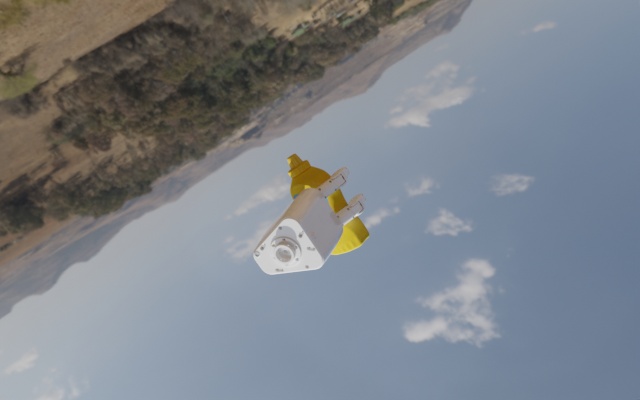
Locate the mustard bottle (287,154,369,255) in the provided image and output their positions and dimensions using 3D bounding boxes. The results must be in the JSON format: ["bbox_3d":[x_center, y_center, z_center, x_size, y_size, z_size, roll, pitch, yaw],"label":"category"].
[{"bbox_3d":[0.000,0.003,0.837,0.096,0.192,0.058,-20,17,50],"label":"mustard bottle"}]
